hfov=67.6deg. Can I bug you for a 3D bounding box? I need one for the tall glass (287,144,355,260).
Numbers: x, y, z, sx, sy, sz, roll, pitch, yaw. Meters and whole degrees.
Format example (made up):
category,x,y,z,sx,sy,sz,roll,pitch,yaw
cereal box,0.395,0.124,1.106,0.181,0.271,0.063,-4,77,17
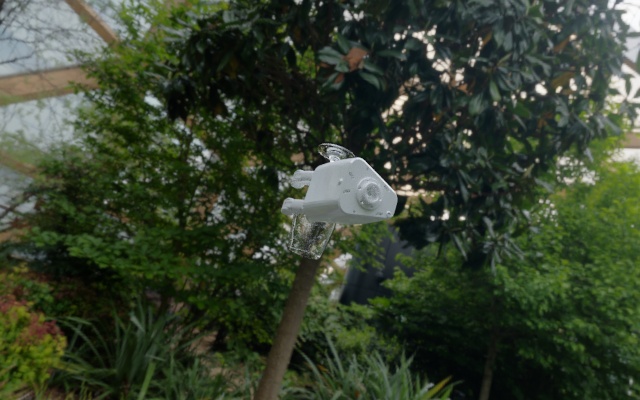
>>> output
category,x,y,z,sx,sy,sz,roll,pitch,yaw
tall glass,0.000,0.002,0.864,0.079,0.201,0.079,17,-15,5
